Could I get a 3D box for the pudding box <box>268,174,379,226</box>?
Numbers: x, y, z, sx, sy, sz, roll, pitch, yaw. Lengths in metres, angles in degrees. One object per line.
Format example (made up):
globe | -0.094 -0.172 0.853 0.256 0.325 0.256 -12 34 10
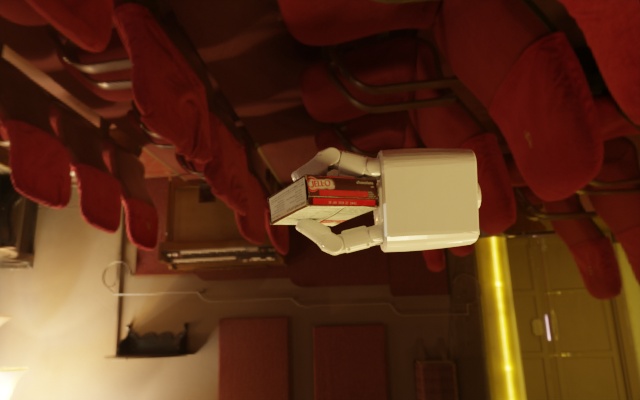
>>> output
pudding box | 0.000 0.002 0.554 0.090 0.039 0.113 3 -16 -27
